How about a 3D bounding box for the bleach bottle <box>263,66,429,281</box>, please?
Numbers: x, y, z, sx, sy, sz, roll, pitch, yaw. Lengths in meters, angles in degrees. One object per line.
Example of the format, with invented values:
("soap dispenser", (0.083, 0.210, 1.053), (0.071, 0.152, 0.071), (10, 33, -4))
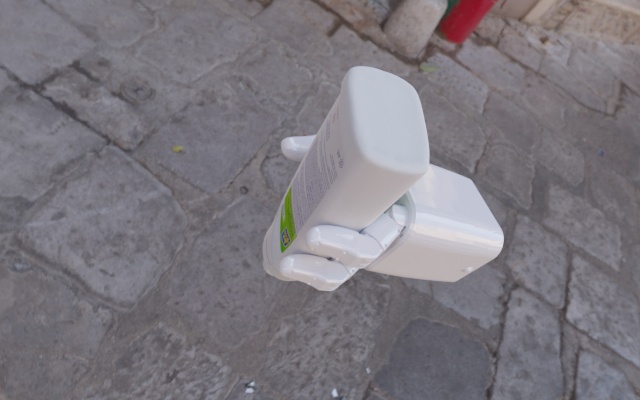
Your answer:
("bleach bottle", (0.000, 0.002, 0.444), (0.068, 0.102, 0.251), (12, -35, -22))
